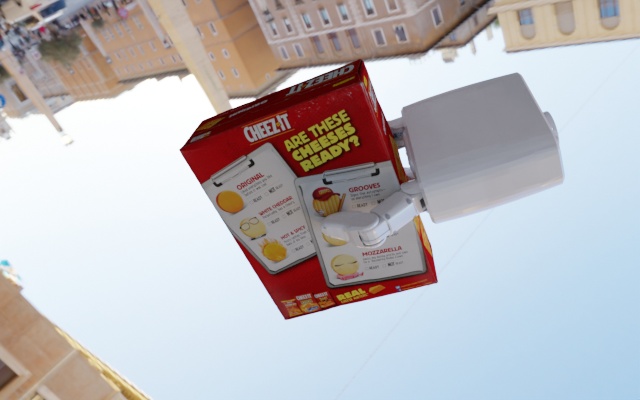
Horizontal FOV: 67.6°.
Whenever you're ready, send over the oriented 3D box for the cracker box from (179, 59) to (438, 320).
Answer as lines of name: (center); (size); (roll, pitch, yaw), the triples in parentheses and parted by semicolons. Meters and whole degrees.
cracker box: (0.000, 0.002, 0.447); (0.164, 0.214, 0.072); (-17, 30, 15)
